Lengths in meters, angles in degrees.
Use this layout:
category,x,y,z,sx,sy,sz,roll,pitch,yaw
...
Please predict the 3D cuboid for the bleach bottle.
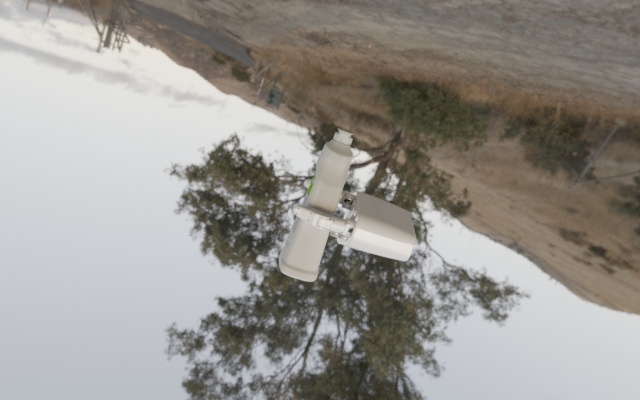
category,x,y,z,sx,sy,sz,roll,pitch,yaw
bleach bottle,0.000,0.003,0.806,0.068,0.251,0.102,18,12,-11
